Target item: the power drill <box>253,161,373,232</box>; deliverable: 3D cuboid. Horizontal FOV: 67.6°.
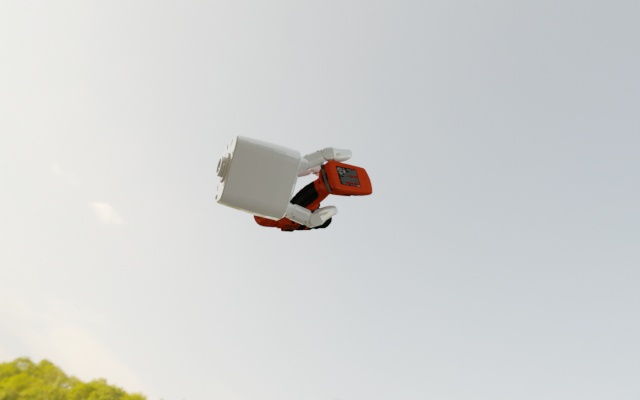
[{"bbox_3d":[0.000,0.003,0.855,0.184,0.057,0.188,5,-30,-47],"label":"power drill"}]
